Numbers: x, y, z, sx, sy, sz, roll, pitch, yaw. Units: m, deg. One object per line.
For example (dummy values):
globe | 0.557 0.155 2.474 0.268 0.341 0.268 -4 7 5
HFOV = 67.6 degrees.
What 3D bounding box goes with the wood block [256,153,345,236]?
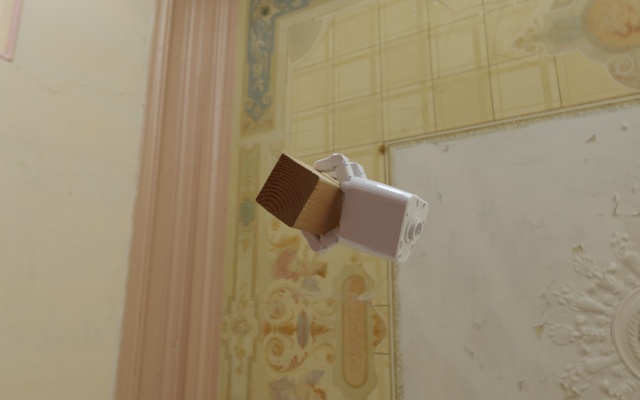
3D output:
wood block | 0.000 0.003 0.813 0.090 0.091 0.206 34 7 32
